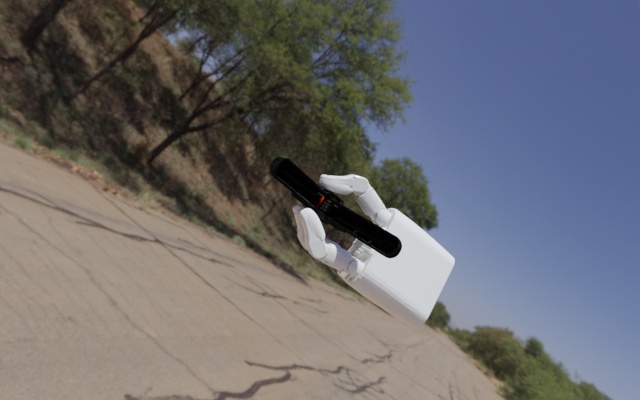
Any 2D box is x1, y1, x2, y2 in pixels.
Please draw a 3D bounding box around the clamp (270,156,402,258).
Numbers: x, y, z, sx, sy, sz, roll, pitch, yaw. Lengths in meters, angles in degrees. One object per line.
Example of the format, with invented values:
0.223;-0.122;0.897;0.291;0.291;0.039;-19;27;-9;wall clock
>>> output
0.001;0.001;0.583;0.164;0.036;0.210;37;-4;-12;clamp
